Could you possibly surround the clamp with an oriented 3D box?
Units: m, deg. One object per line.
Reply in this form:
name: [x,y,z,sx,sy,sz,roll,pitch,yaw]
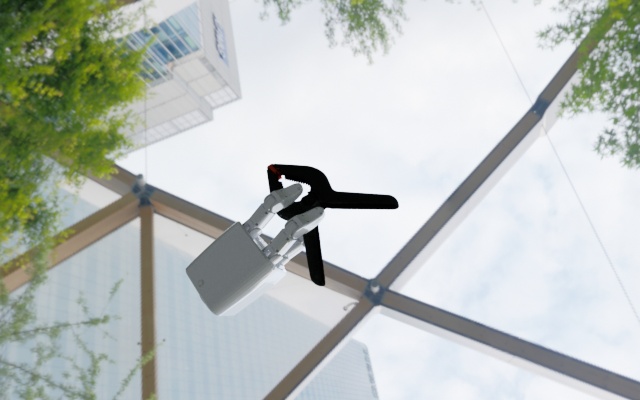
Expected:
clamp: [0.000,0.002,0.707,0.164,0.210,0.036,-39,-31,-6]
